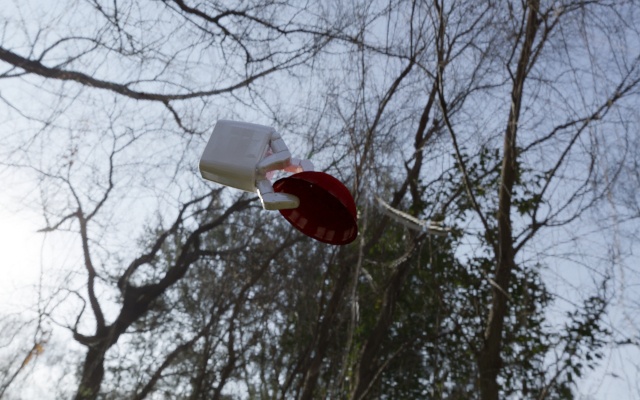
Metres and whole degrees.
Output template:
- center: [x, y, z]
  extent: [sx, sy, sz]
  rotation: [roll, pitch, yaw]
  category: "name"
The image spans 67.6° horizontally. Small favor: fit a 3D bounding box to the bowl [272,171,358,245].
- center: [0.001, 0.003, 0.792]
  extent: [0.162, 0.055, 0.162]
  rotation: [24, -32, 16]
  category: "bowl"
